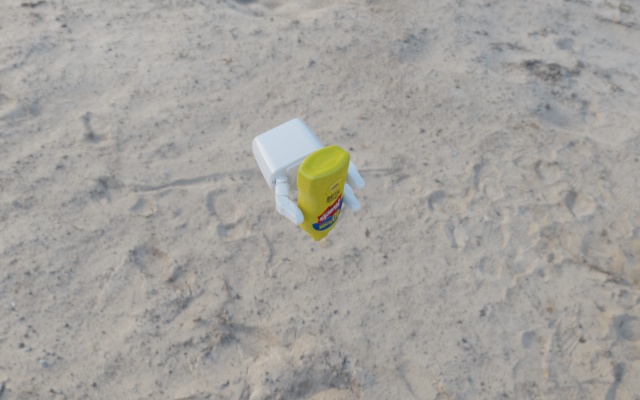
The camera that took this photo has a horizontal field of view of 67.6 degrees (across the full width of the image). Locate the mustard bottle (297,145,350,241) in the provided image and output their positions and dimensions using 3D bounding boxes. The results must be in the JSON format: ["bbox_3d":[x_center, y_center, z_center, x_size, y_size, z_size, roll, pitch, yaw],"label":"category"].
[{"bbox_3d":[0.000,0.003,0.817,0.058,0.192,0.096,34,52,24],"label":"mustard bottle"}]
